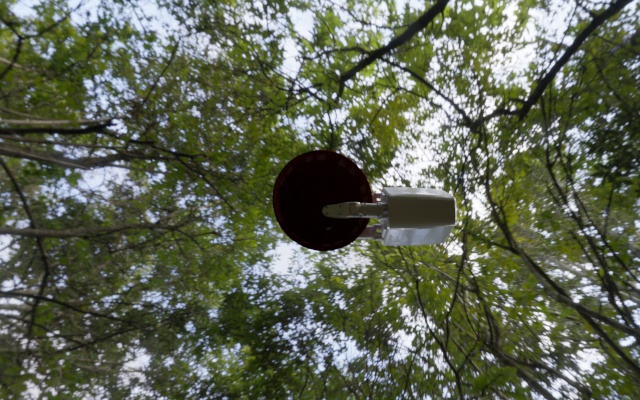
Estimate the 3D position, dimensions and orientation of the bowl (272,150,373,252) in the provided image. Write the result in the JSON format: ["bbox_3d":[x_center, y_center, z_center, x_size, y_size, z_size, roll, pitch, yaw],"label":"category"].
[{"bbox_3d":[-0.001,0.002,0.775,0.162,0.162,0.055,0,-8,-11],"label":"bowl"}]
